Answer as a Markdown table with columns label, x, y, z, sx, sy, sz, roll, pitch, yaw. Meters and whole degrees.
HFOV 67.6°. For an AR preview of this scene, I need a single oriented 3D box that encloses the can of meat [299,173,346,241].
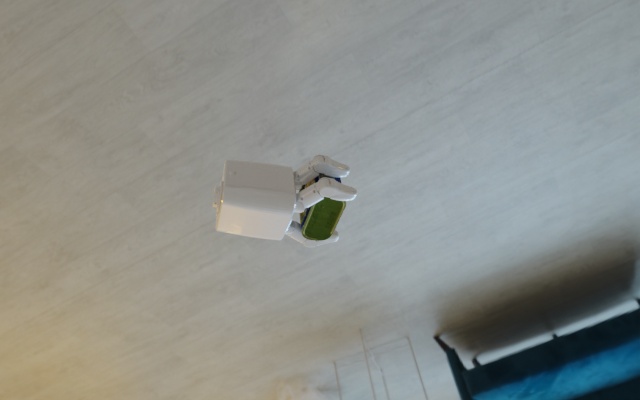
| label | x | y | z | sx | sy | sz | roll | pitch | yaw |
| --- | --- | --- | --- | --- | --- | --- | --- | --- | --- |
| can of meat | 0.000 | 0.003 | 0.767 | 0.057 | 0.102 | 0.084 | 11 | 37 | -16 |
